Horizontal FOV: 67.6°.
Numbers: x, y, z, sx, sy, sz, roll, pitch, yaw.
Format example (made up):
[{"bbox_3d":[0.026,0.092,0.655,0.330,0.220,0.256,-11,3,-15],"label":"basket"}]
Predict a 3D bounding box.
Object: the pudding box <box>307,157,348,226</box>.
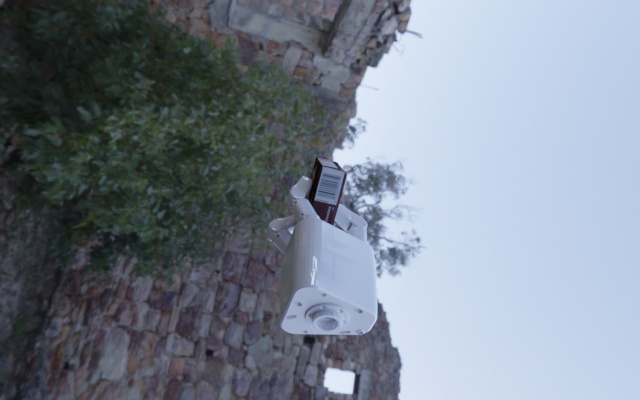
[{"bbox_3d":[0.000,0.002,0.663,0.039,0.113,0.090,15,11,-10],"label":"pudding box"}]
